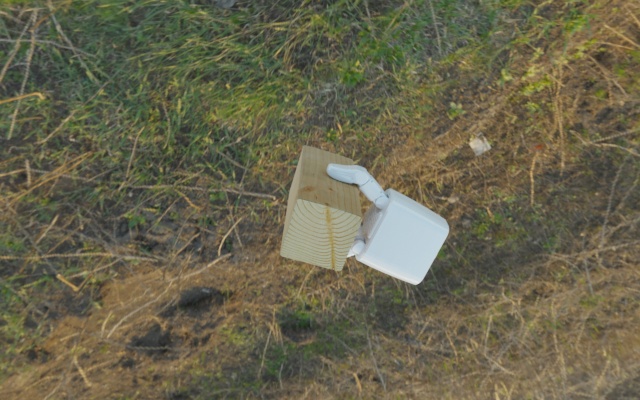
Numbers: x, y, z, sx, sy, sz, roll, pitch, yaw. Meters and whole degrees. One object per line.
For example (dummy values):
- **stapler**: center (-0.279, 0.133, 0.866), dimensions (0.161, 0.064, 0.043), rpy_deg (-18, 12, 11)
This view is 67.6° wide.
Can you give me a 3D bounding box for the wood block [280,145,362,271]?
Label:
- **wood block**: center (0.001, 0.002, 0.714), dimensions (0.090, 0.091, 0.206), rpy_deg (16, 24, -7)
